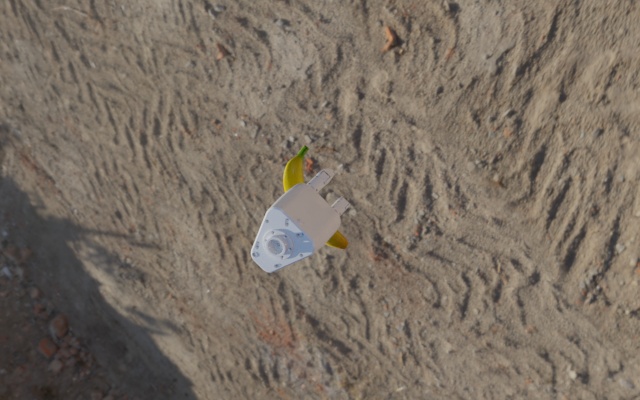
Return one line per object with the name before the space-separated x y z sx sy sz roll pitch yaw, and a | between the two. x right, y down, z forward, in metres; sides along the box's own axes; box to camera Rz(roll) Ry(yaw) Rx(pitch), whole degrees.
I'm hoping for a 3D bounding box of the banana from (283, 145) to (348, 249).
banana | -0.018 0.006 0.845 0.069 0.198 0.037 -22 6 12
